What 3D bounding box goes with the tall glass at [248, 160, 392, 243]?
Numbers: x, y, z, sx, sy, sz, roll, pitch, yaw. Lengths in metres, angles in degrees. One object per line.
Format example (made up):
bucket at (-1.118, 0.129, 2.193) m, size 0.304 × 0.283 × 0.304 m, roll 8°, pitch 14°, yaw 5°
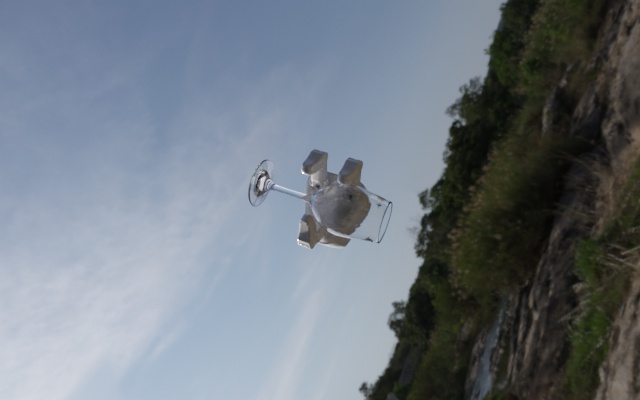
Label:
tall glass at (-0.001, 0.002, 0.697) m, size 0.201 × 0.079 × 0.079 m, roll 18°, pitch 5°, yaw 17°
